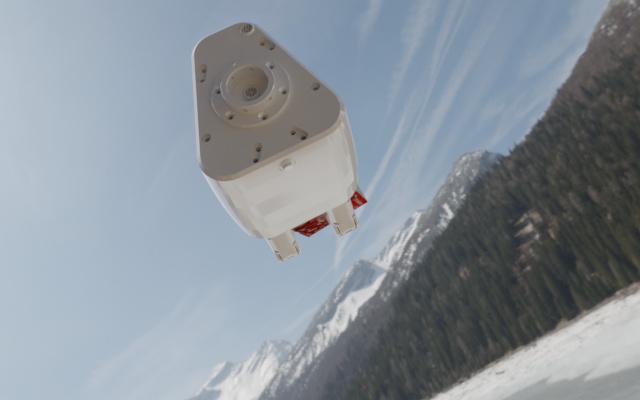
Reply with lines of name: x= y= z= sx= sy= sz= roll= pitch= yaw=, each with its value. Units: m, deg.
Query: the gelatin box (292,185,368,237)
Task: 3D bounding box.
gelatin box: x=0.000 y=0.001 z=0.457 sx=0.073 sy=0.030 sz=0.089 roll=-31 pitch=-18 yaw=9
